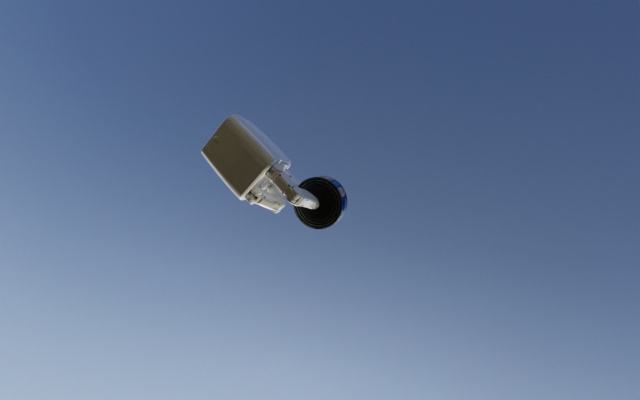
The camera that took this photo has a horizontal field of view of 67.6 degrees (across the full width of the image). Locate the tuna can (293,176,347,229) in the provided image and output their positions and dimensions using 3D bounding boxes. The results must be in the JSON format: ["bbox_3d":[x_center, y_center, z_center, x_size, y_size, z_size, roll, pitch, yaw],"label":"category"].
[{"bbox_3d":[0.000,0.003,0.786,0.086,0.086,0.033,0,8,21],"label":"tuna can"}]
